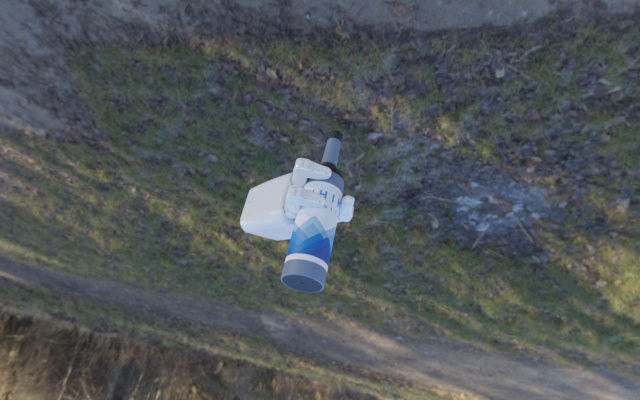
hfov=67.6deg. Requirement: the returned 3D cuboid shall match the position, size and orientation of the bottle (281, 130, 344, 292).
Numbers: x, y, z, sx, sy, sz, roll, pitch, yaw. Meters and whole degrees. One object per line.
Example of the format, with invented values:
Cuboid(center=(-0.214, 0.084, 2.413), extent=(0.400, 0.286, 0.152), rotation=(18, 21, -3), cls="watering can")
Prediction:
Cuboid(center=(0.000, 0.003, 0.792), extent=(0.069, 0.295, 0.069), rotation=(9, -32, 6), cls="bottle")
